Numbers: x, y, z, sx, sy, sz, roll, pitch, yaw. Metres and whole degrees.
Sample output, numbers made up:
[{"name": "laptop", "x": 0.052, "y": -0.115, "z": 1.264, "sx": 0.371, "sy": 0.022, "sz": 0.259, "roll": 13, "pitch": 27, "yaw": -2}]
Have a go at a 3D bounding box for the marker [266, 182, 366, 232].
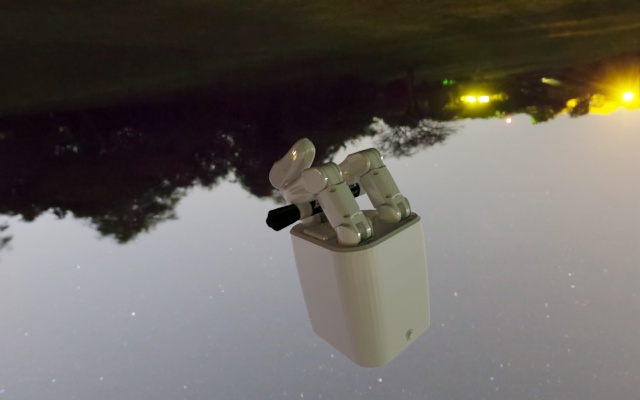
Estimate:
[{"name": "marker", "x": 0.000, "y": 0.001, "z": 0.428, "sx": 0.020, "sy": 0.020, "sz": 0.121, "roll": 0, "pitch": 16, "yaw": 46}]
